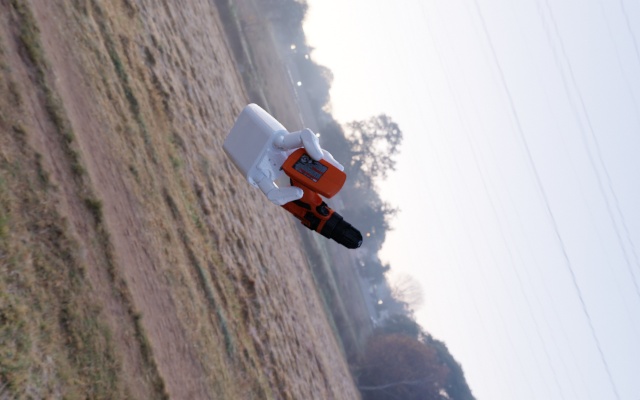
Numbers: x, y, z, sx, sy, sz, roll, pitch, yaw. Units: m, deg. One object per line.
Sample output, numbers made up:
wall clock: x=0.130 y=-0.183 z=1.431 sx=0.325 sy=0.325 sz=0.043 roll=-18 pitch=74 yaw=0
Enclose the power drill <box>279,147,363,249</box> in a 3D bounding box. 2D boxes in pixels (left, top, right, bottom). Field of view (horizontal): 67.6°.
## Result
power drill: x=0.000 y=0.002 z=0.838 sx=0.184 sy=0.057 sz=0.188 roll=31 pitch=-25 yaw=14
